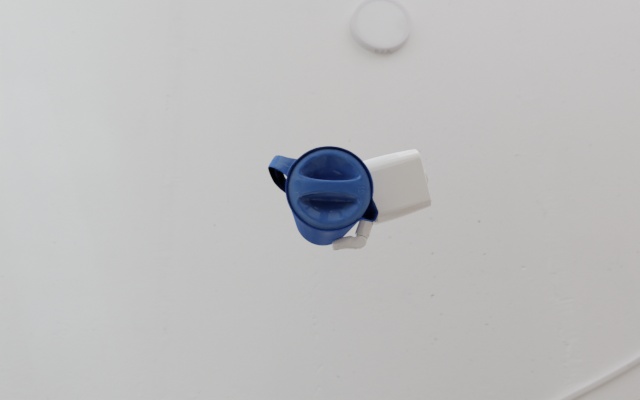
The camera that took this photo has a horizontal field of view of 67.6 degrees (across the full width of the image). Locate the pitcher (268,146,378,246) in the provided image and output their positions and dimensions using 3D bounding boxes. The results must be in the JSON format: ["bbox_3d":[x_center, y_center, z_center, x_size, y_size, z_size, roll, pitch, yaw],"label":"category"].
[{"bbox_3d":[0.000,0.003,0.824,0.145,0.149,0.243,-16,-13,-7],"label":"pitcher"}]
